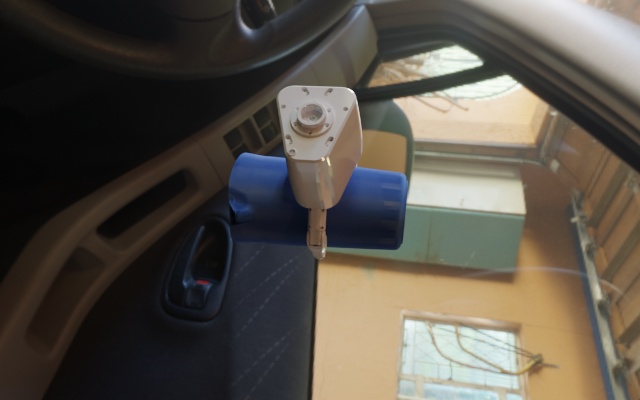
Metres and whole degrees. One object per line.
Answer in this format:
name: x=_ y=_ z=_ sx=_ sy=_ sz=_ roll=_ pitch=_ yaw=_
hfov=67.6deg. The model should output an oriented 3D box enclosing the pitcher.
pitcher: x=0.000 y=0.002 z=0.690 sx=0.243 sy=0.149 sz=0.145 roll=5 pitch=-27 yaw=9
